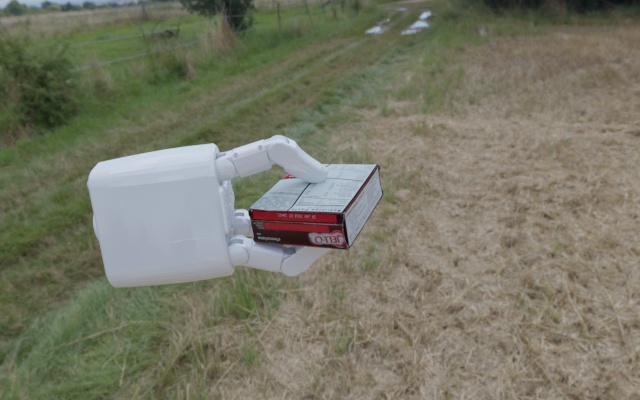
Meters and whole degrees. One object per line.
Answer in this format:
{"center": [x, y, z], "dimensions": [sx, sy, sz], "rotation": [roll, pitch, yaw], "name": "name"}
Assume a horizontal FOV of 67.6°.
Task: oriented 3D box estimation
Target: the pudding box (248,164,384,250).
{"center": [0.000, 0.001, 0.438], "dimensions": [0.090, 0.039, 0.113], "rotation": [3, 28, 23], "name": "pudding box"}
